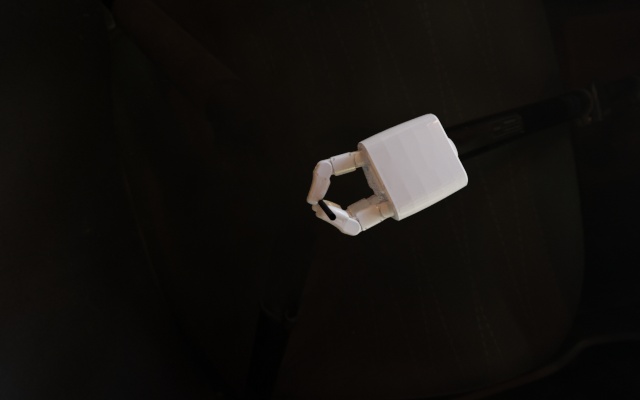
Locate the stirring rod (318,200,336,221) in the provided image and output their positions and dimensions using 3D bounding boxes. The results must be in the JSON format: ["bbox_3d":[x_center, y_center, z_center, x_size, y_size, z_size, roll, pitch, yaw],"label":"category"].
[{"bbox_3d":[0.000,0.002,0.635,0.011,0.011,0.239,0,8,-6],"label":"stirring rod"}]
